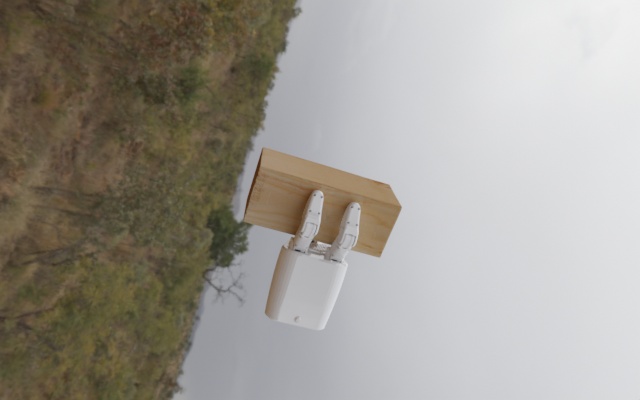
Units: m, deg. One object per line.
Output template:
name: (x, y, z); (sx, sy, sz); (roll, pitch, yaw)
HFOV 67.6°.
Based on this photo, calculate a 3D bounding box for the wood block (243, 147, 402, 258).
wood block: (0.000, 0.003, 0.704); (0.206, 0.090, 0.090); (16, 21, -11)
